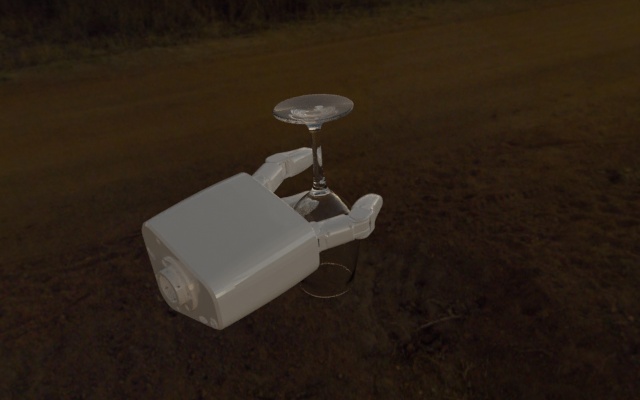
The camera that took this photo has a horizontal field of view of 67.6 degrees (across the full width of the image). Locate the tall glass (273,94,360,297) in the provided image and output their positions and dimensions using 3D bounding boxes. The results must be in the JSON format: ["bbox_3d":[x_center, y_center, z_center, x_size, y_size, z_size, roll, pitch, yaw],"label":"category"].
[{"bbox_3d":[0.000,0.001,0.482,0.079,0.201,0.079,-4,30,2],"label":"tall glass"}]
